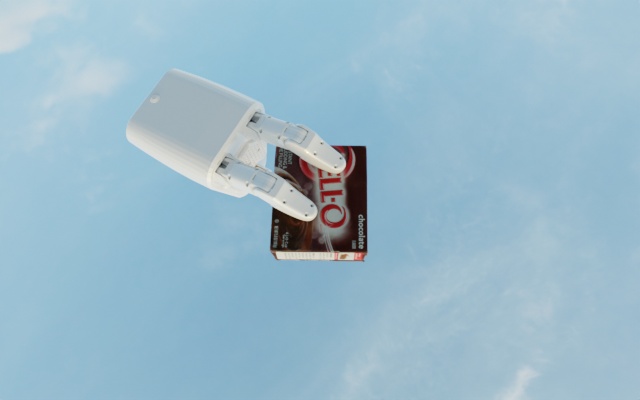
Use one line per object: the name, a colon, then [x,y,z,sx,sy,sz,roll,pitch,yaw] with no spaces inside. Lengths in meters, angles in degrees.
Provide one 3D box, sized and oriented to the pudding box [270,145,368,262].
pudding box: [0.000,0.002,0.463,0.090,0.113,0.039,0,-20,2]
